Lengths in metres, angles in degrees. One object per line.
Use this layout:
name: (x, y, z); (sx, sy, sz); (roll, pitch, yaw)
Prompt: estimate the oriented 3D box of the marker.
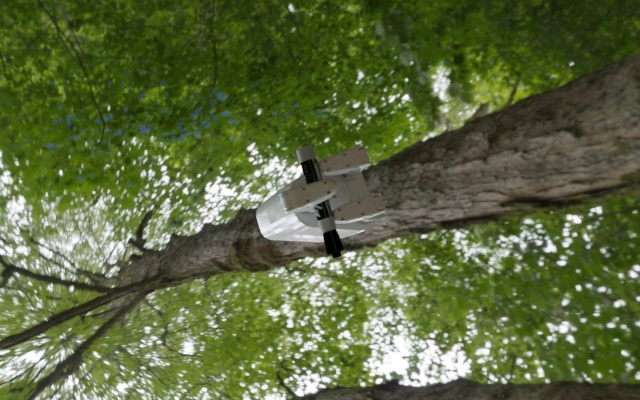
marker: (0.000, 0.002, 0.503); (0.020, 0.121, 0.020); (-17, -6, -2)
